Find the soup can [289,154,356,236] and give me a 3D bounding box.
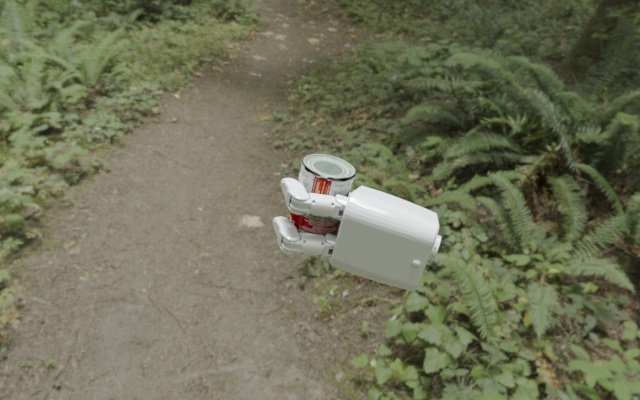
[{"bbox_3d":[0.000,0.001,0.594,0.068,0.102,0.068,11,28,-6],"label":"soup can"}]
